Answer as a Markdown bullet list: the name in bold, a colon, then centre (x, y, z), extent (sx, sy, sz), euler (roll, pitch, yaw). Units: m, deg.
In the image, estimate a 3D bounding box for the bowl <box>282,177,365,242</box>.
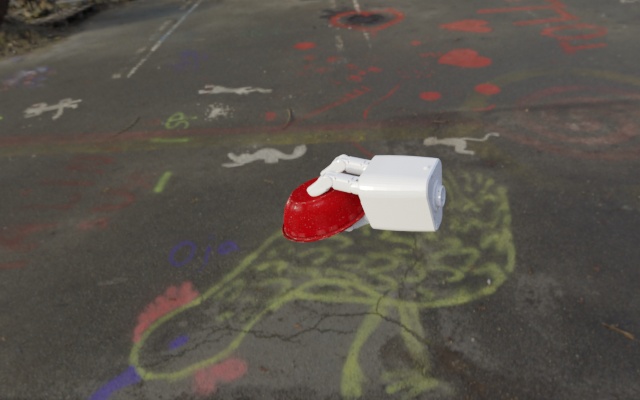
- **bowl**: centre (-0.001, 0.003, 0.814), extent (0.162, 0.055, 0.162), euler (-19, 24, 9)
